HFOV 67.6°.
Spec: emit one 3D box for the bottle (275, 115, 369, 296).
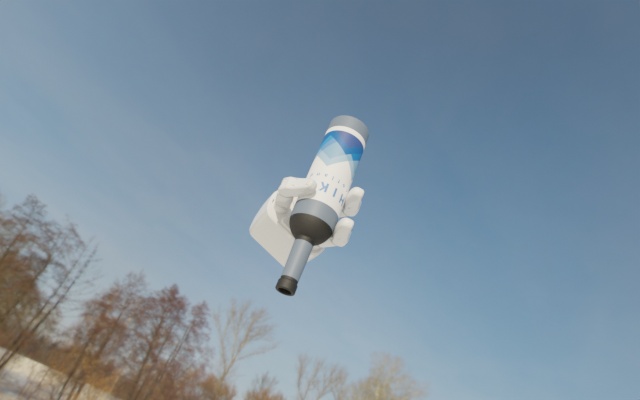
[{"bbox_3d":[0.000,0.002,0.700,0.069,0.295,0.069,16,-32,10],"label":"bottle"}]
